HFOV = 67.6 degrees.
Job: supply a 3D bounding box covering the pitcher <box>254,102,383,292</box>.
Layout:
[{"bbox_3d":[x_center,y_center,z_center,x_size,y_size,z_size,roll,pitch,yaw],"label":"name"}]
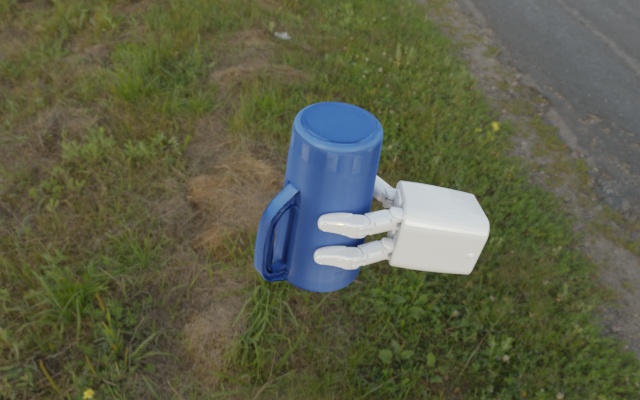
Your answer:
[{"bbox_3d":[0.000,0.002,0.629,0.145,0.243,0.149,10,41,2],"label":"pitcher"}]
